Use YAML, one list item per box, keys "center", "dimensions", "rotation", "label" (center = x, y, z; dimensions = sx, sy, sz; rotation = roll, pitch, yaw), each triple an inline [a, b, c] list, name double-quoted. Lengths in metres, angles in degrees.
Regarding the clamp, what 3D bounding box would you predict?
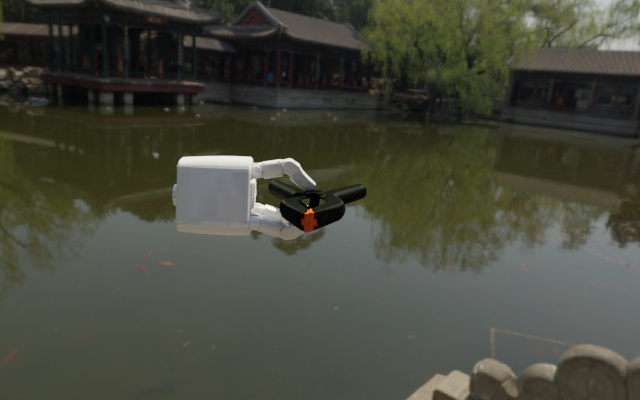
- center: [0.000, 0.002, 0.721]
  dimensions: [0.164, 0.036, 0.210]
  rotation: [0, 15, -4]
  label: "clamp"
